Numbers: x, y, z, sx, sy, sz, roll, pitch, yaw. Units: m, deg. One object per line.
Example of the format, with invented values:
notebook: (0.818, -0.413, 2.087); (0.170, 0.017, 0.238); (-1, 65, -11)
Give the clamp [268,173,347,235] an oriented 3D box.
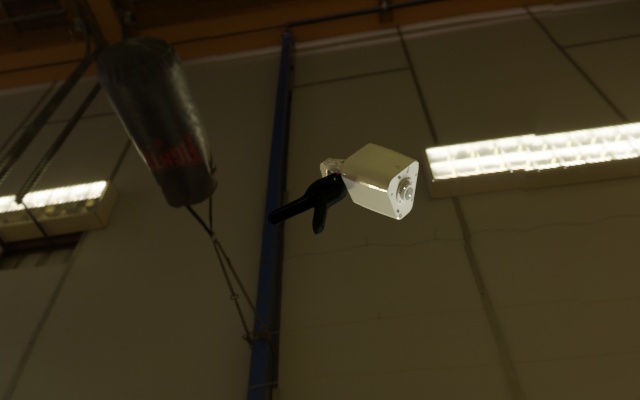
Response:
clamp: (0.000, 0.003, 0.859); (0.120, 0.039, 0.171); (23, 51, 40)
